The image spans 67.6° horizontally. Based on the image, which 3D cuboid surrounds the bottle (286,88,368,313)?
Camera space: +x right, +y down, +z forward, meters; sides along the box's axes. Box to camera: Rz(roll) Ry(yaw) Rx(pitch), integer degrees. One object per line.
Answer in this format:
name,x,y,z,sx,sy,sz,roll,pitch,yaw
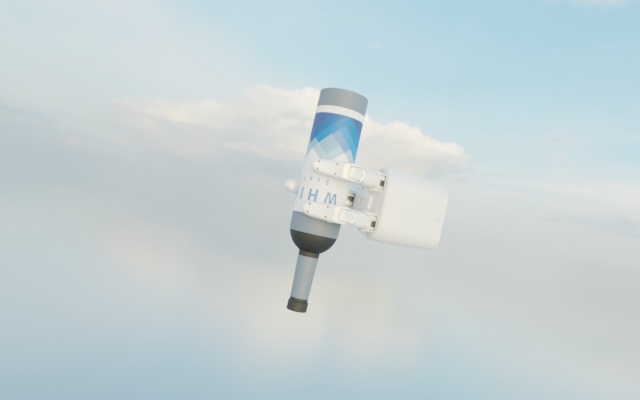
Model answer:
bottle,0.000,0.002,0.639,0.069,0.295,0.069,13,-3,1
